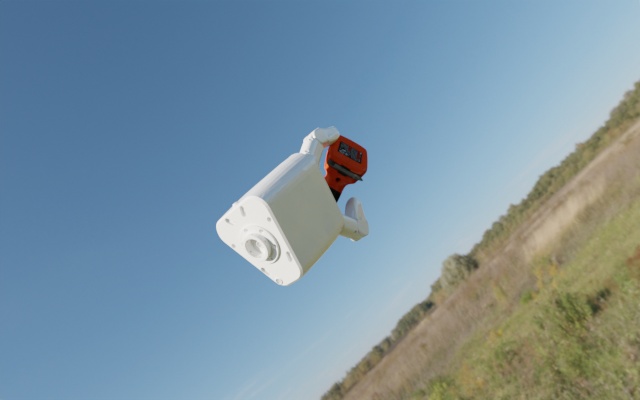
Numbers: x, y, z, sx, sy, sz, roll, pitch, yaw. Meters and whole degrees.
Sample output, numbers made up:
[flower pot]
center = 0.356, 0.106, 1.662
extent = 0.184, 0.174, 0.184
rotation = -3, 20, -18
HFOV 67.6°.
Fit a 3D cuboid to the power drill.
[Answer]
[power drill]
center = 0.000, 0.002, 0.686
extent = 0.057, 0.188, 0.184
rotation = 26, 22, -6
